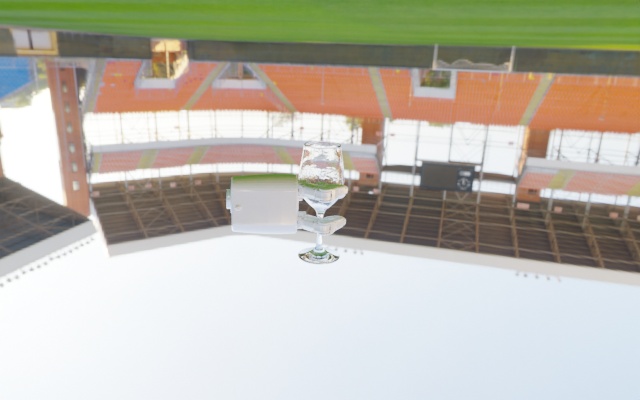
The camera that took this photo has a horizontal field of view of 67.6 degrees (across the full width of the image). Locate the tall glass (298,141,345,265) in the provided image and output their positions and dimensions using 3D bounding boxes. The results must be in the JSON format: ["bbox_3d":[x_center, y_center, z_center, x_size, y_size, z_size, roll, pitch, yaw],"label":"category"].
[{"bbox_3d":[0.000,0.003,0.816,0.079,0.201,0.079,2,17,-1],"label":"tall glass"}]
